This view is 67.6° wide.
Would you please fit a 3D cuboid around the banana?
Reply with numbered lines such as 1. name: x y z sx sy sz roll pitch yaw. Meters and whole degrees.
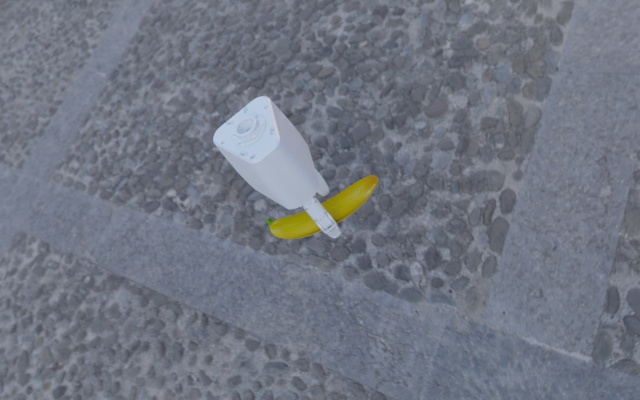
1. banana: -0.002 0.017 0.724 0.198 0.069 0.037 -21 -46 18
